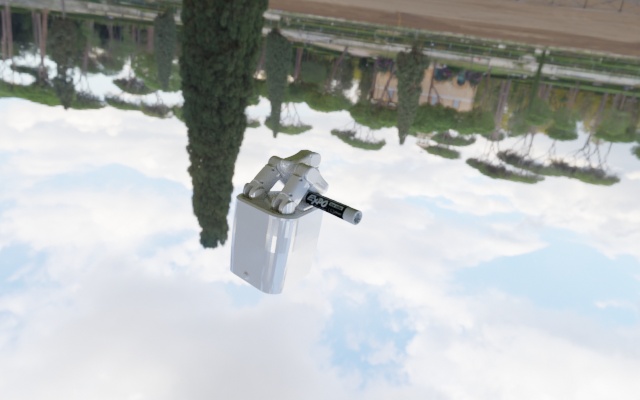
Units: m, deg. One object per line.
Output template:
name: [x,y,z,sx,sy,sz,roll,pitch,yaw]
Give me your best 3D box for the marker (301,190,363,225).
marker: [0.000,0.002,0.596,0.121,0.020,0.020,23,15,38]
